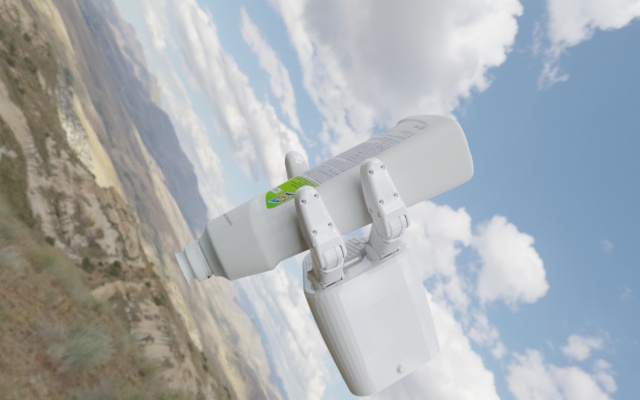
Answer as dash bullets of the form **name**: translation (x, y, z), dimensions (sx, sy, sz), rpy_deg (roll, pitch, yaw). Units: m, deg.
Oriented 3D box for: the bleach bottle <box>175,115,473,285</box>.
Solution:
- **bleach bottle**: translation (0.000, 0.001, 0.409), dimensions (0.251, 0.068, 0.102), rpy_deg (-25, 14, -14)
